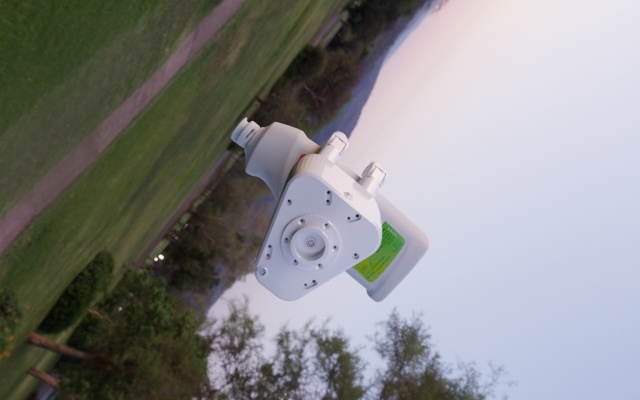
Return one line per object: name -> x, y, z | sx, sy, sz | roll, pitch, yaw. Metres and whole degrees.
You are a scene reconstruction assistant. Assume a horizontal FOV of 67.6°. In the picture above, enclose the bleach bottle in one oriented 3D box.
bleach bottle -> 0.000, 0.002, 0.551 | 0.251, 0.102, 0.068 | 38, 11, -6
